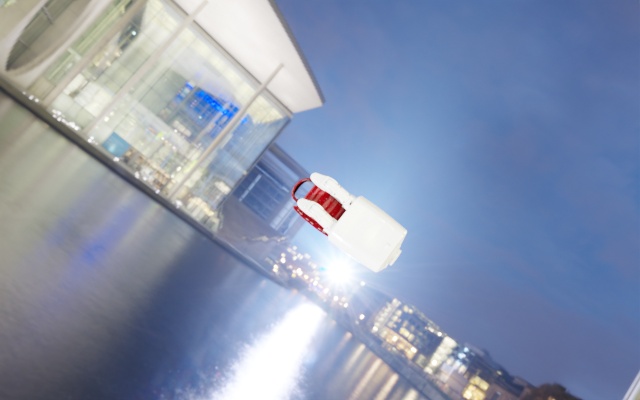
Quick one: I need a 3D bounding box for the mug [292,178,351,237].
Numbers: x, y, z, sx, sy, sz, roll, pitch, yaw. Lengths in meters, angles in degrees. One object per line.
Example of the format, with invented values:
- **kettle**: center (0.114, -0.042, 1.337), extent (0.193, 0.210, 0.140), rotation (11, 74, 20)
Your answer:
- **mug**: center (-0.001, 0.002, 0.900), extent (0.117, 0.081, 0.093), rotation (37, -9, 15)
